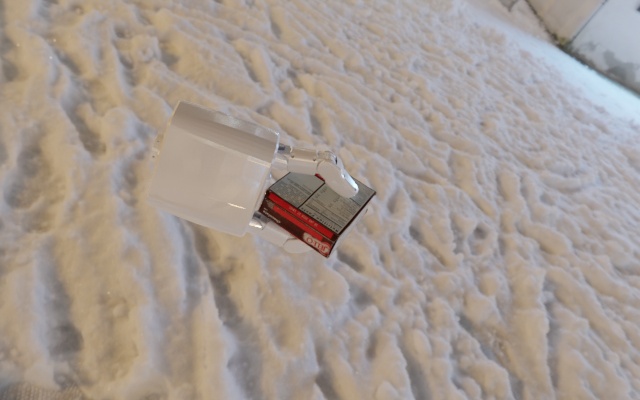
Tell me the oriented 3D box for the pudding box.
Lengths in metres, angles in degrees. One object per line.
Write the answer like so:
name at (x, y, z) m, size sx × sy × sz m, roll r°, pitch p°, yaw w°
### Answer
pudding box at (0.000, 0.002, 0.523) m, size 0.090 × 0.039 × 0.113 m, roll 34°, pitch 38°, yaw 10°
